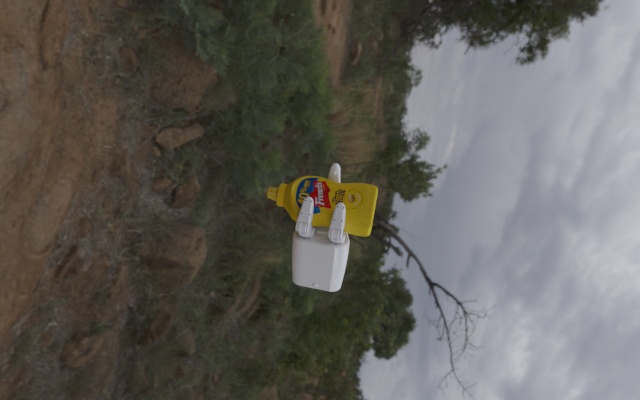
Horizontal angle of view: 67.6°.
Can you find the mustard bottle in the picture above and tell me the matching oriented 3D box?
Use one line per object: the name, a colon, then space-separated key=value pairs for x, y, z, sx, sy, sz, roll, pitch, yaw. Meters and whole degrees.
mustard bottle: x=0.000 y=0.003 z=0.840 sx=0.191 sy=0.096 sz=0.058 roll=10 pitch=-35 yaw=7
